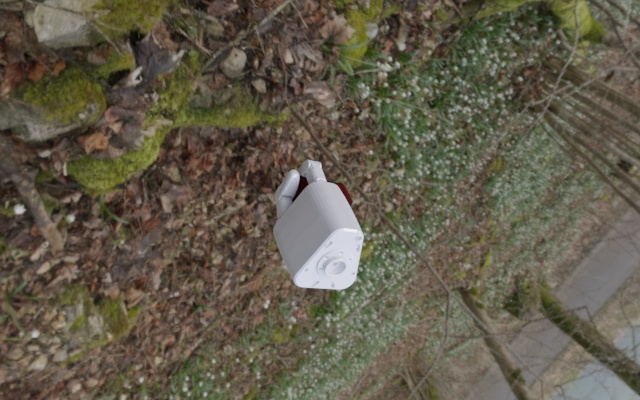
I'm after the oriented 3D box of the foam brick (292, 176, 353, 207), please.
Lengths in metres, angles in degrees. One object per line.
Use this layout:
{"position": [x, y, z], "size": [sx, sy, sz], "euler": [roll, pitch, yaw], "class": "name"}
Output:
{"position": [0.000, 0.002, 0.726], "size": [0.078, 0.053, 0.051], "euler": [9, 31, -27], "class": "foam brick"}
